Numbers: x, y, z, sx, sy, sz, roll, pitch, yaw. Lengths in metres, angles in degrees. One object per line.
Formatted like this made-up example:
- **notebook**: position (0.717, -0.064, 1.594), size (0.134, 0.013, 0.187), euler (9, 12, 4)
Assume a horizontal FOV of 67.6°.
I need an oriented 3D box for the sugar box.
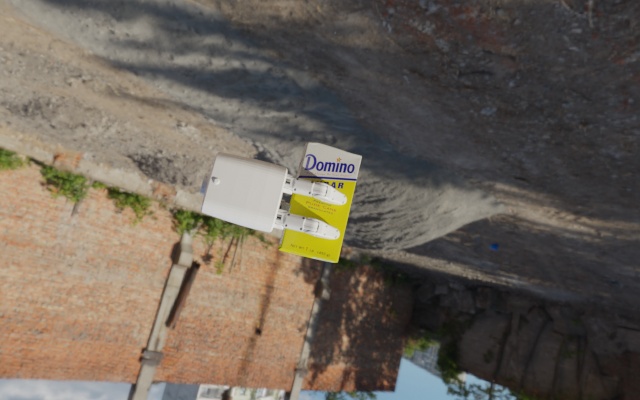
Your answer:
- **sugar box**: position (0.000, 0.002, 0.751), size (0.093, 0.176, 0.048), euler (15, -10, -9)
